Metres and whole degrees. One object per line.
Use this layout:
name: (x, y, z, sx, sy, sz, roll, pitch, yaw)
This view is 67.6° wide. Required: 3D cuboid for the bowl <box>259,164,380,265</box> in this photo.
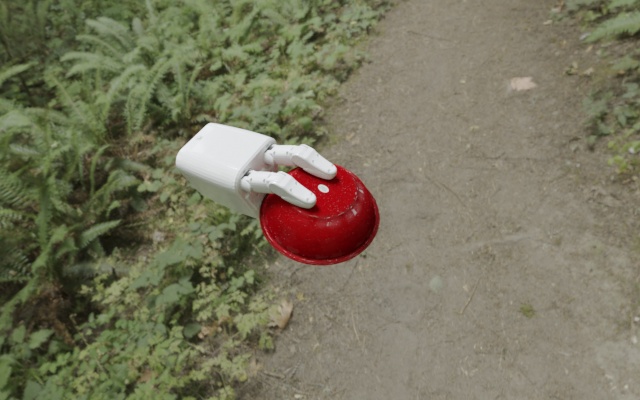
bowl: (0.001, 0.002, 0.621, 0.162, 0.162, 0.055, 0, -39, -4)
